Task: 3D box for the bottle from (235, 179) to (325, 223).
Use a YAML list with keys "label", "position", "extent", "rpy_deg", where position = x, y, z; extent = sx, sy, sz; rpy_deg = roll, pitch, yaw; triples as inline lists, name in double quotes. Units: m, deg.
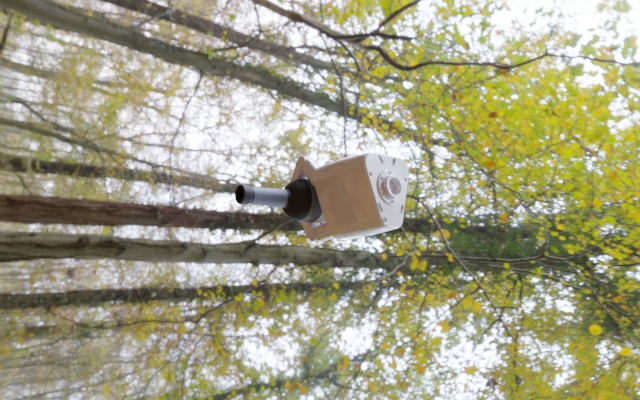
- label: "bottle"
  position: [0.000, 0.003, 0.758]
  extent: [0.296, 0.069, 0.069]
  rpy_deg: [6, -4, -39]
